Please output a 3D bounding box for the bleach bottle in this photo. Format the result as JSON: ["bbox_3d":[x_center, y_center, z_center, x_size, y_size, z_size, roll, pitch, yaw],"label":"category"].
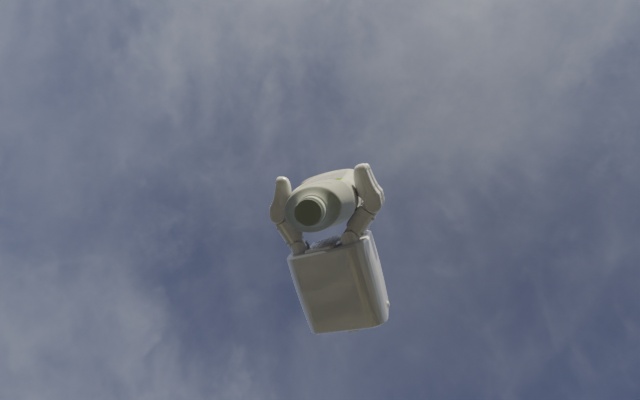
[{"bbox_3d":[0.000,0.002,0.606,0.102,0.068,0.251,-16,3,11],"label":"bleach bottle"}]
